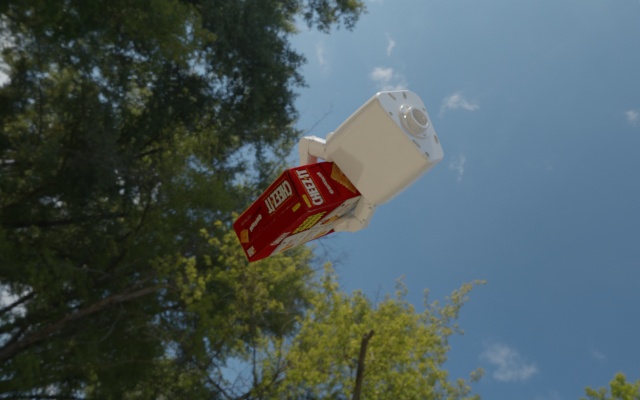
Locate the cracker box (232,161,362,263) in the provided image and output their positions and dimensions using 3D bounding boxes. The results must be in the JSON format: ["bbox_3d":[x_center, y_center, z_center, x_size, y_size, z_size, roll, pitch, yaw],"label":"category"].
[{"bbox_3d":[0.000,0.002,0.706,0.213,0.072,0.164,-16,-18,-44],"label":"cracker box"}]
